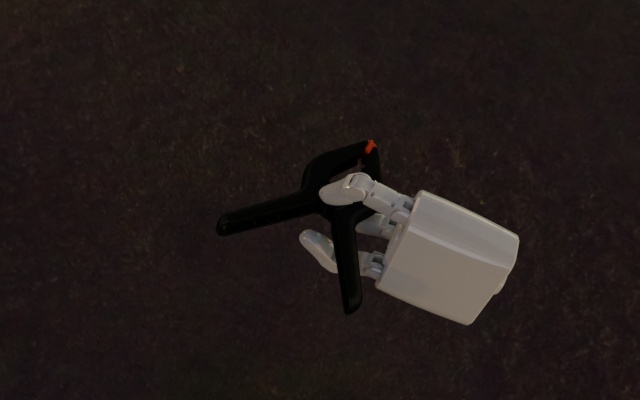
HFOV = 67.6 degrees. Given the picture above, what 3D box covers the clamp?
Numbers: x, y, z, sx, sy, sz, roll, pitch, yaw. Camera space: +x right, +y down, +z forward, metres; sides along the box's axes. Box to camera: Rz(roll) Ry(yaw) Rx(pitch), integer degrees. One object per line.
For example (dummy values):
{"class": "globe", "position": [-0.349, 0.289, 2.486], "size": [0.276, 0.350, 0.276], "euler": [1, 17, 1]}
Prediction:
{"class": "clamp", "position": [0.001, 0.001, 0.520], "size": [0.164, 0.210, 0.036], "euler": [25, -36, 5]}
